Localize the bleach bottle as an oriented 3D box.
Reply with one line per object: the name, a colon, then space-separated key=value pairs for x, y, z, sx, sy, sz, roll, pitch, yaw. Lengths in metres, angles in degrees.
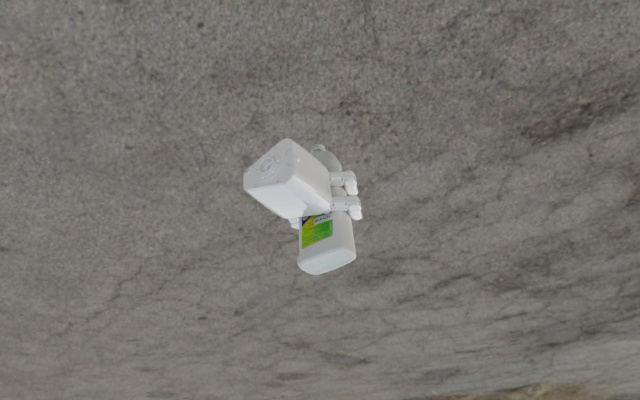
bleach bottle: x=0.000 y=0.003 z=0.880 sx=0.102 sy=0.250 sz=0.068 roll=-25 pitch=-38 yaw=23
